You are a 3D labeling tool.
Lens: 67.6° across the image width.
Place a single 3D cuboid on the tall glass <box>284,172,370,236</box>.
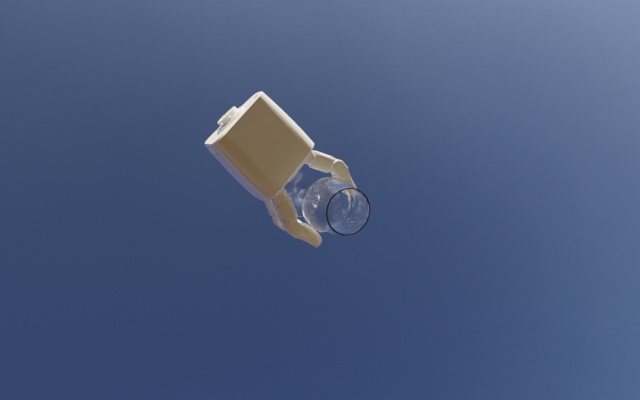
[{"bbox_3d":[0.000,0.002,0.695,0.079,0.079,0.201,0,7,-21],"label":"tall glass"}]
